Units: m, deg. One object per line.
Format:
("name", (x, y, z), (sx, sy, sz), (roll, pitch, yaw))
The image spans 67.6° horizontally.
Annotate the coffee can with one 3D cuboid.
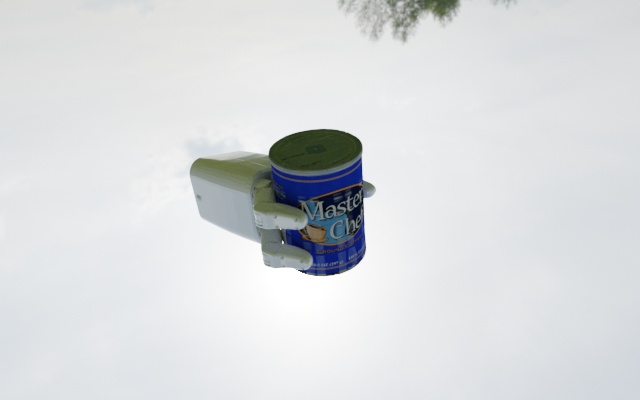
("coffee can", (0.000, 0.002, 0.552), (0.103, 0.140, 0.102), (-4, 32, 2))
